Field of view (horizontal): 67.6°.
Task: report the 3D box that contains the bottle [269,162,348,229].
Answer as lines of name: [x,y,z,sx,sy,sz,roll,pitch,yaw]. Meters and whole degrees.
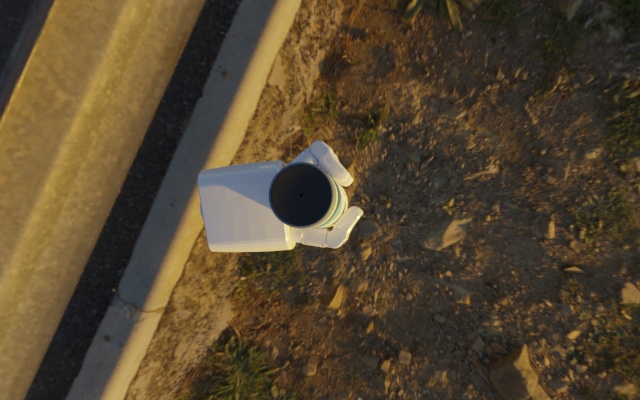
bottle: [0.000,0.002,0.618,0.069,0.069,0.296,0,-3,8]
